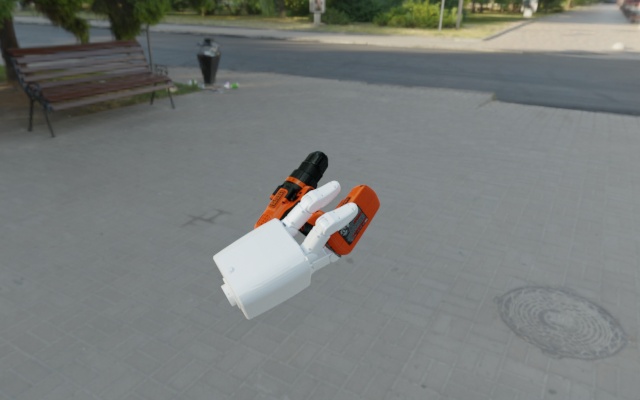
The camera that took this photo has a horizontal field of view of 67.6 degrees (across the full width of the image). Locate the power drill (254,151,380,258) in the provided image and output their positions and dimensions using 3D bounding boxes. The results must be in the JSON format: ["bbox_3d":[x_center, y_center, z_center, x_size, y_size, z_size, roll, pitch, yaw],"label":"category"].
[{"bbox_3d":[0.000,0.003,0.749,0.187,0.184,0.057,13,-26,49],"label":"power drill"}]
